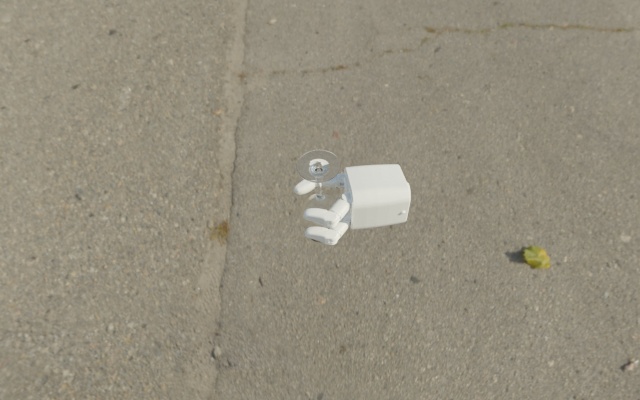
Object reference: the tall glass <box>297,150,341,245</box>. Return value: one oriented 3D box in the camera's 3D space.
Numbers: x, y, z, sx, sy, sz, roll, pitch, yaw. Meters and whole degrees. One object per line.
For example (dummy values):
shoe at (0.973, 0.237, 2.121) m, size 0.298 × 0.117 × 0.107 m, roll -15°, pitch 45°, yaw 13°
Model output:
tall glass at (0.000, 0.002, 0.877) m, size 0.079 × 0.079 × 0.201 m, roll 0°, pitch -38°, yaw 2°
